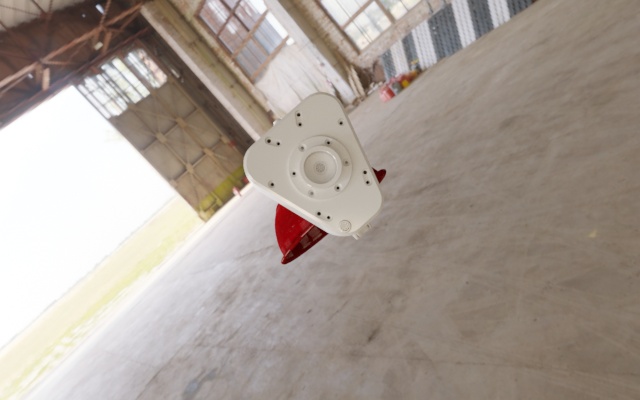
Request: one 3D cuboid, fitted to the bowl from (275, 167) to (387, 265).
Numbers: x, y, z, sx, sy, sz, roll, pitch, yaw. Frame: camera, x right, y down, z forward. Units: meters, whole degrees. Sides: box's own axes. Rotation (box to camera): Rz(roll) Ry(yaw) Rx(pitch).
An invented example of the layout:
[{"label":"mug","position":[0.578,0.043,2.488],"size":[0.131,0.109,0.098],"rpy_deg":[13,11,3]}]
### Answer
[{"label":"bowl","position":[0.000,0.002,0.559],"size":[0.162,0.055,0.162],"rpy_deg":[-41,-10,-9]}]
